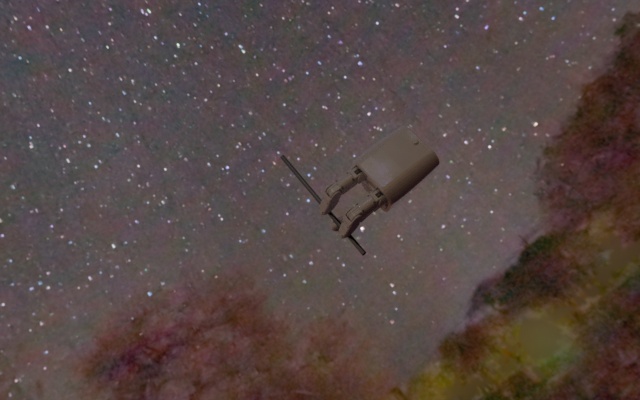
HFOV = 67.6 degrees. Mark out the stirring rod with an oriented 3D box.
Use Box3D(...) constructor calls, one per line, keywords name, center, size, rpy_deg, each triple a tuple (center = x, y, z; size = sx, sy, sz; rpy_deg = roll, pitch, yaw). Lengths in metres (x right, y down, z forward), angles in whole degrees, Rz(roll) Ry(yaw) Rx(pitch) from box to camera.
Box3D(name="stirring rod", center=(0.000, 0.003, 0.813), size=(0.011, 0.011, 0.239), rpy_deg=(0, 43, -53))
